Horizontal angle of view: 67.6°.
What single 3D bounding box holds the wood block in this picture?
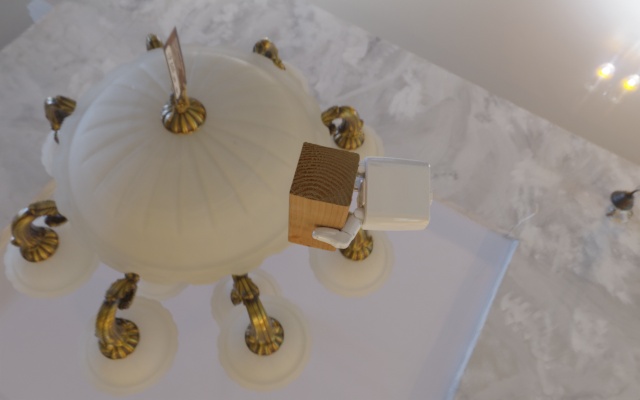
[{"bbox_3d":[0.000,0.003,0.780,0.090,0.090,0.206,13,-25,1],"label":"wood block"}]
